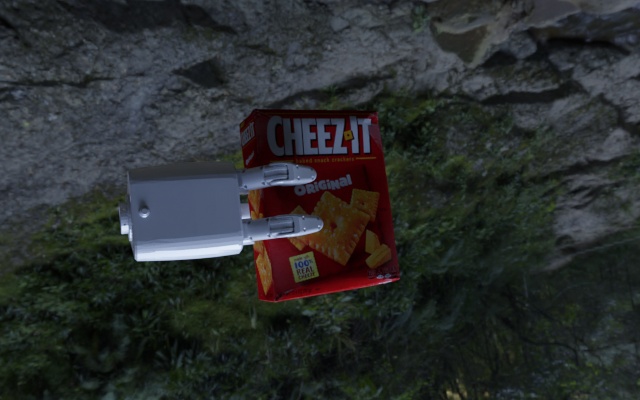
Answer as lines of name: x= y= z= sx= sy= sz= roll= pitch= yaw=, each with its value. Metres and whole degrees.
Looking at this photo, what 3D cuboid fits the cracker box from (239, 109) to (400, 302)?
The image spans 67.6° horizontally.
cracker box: x=0.000 y=0.002 z=0.571 sx=0.164 sy=0.213 sz=0.072 roll=-4 pitch=-6 yaw=-25
